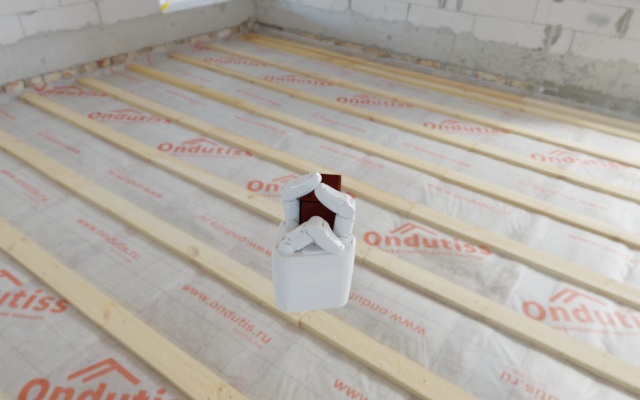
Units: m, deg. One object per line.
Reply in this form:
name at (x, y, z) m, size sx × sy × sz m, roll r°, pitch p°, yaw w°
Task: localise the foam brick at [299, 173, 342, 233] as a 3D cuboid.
foam brick at (0.000, 0.002, 0.678) m, size 0.053 × 0.051 × 0.078 m, roll 5°, pitch 33°, yaw 5°
